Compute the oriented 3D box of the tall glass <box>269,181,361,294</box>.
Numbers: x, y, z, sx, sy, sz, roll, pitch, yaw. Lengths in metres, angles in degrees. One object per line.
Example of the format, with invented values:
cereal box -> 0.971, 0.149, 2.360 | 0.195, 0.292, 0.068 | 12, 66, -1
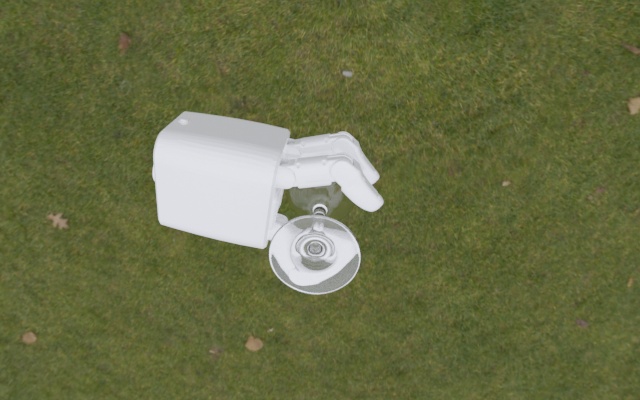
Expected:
tall glass -> 0.000, 0.002, 0.470 | 0.079, 0.079, 0.201 | 0, 26, 4
